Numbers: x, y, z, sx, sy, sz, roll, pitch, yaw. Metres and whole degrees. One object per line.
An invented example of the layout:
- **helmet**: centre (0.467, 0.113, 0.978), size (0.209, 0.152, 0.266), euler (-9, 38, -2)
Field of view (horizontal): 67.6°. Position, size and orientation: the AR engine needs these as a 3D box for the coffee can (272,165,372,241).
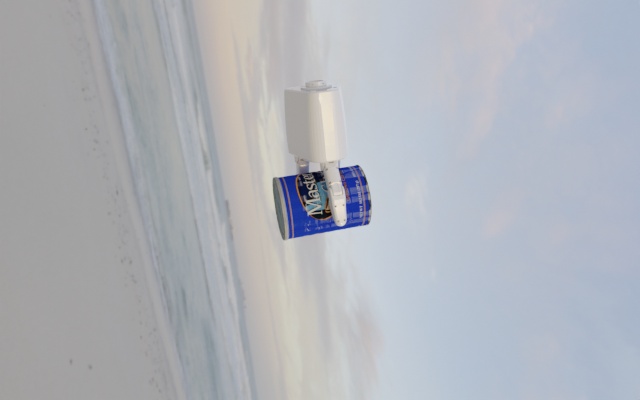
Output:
- **coffee can**: centre (0.000, 0.003, 0.774), size (0.140, 0.103, 0.103), euler (-9, 2, -11)
